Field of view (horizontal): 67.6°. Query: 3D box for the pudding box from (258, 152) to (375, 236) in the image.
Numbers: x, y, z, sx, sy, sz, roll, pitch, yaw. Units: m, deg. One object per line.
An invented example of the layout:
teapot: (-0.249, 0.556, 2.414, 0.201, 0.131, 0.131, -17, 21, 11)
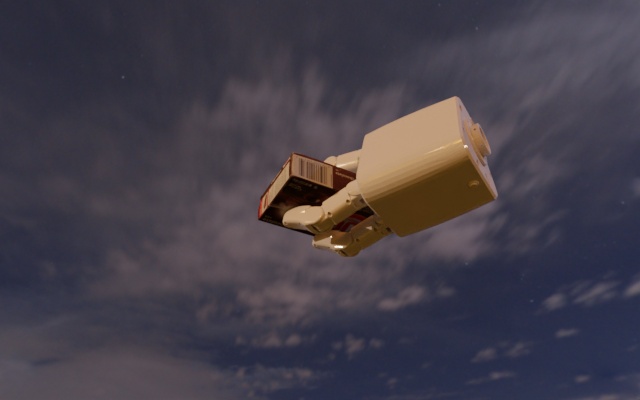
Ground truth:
pudding box: (0.000, 0.002, 0.525, 0.113, 0.039, 0.090, 20, -42, -20)
